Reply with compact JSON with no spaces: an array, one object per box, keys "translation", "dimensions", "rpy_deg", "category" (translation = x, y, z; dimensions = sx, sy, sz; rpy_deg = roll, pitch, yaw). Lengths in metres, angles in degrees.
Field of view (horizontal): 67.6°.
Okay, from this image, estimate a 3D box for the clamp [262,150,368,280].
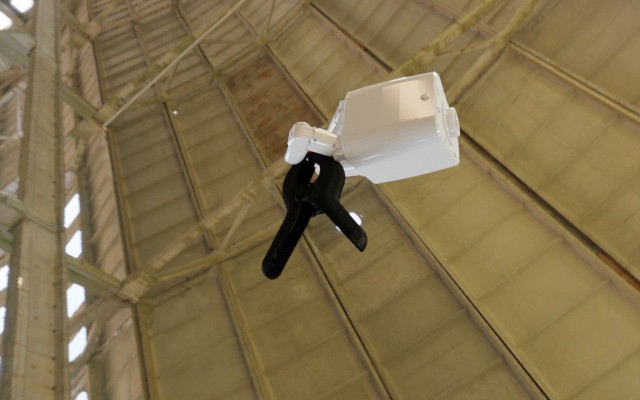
[{"translation":[0.000,0.002,0.524],"dimensions":[0.120,0.171,0.039],"rpy_deg":[-9,-36,24],"category":"clamp"}]
